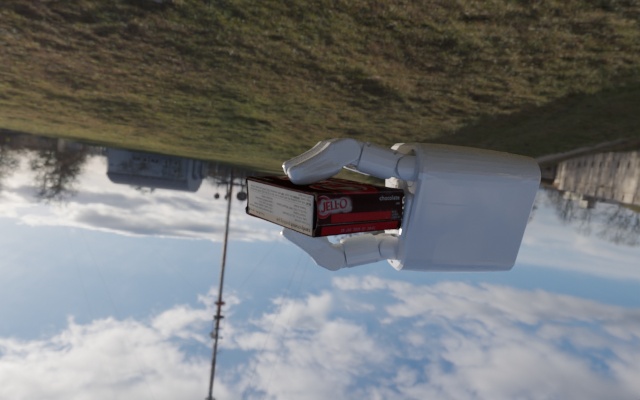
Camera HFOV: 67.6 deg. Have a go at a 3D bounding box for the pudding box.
[{"bbox_3d":[0.000,0.002,0.407,0.090,0.039,0.113,-1,7,-36],"label":"pudding box"}]
